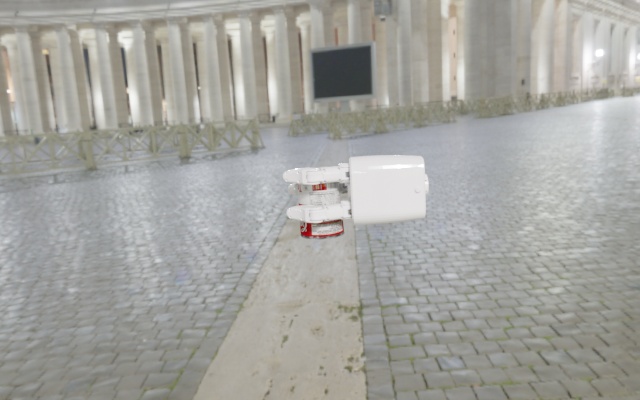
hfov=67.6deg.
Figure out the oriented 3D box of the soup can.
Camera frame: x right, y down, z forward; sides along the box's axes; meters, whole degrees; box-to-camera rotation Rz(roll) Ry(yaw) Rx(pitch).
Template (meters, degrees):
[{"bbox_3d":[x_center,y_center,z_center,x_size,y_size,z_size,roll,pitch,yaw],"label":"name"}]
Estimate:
[{"bbox_3d":[0.000,0.002,0.727,0.068,0.102,0.068,-3,9,1],"label":"soup can"}]
